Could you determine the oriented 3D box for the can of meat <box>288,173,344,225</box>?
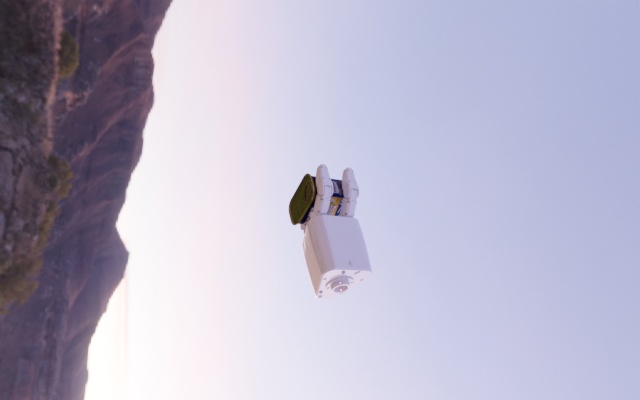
[{"bbox_3d":[0.000,0.003,0.876,0.084,0.057,0.102,7,-44,-27],"label":"can of meat"}]
